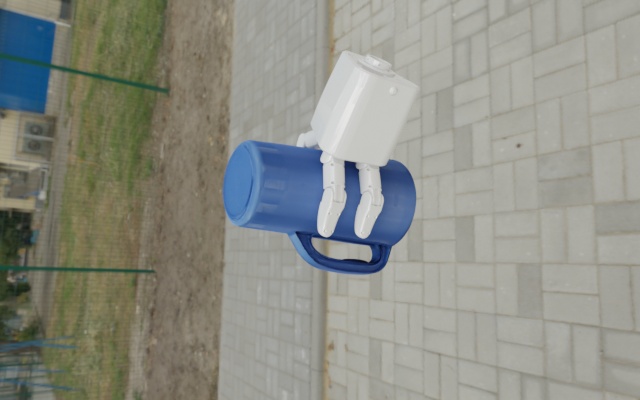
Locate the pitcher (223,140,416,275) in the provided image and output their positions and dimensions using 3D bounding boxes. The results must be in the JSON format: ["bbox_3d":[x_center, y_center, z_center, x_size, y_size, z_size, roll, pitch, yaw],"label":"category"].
[{"bbox_3d":[0.000,0.002,0.641,0.243,0.145,0.149,8,29,-32],"label":"pitcher"}]
